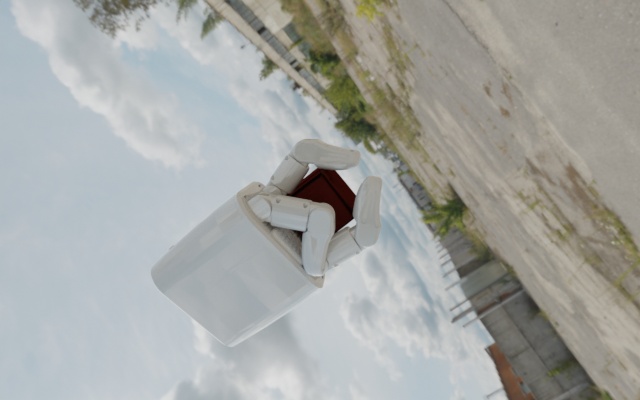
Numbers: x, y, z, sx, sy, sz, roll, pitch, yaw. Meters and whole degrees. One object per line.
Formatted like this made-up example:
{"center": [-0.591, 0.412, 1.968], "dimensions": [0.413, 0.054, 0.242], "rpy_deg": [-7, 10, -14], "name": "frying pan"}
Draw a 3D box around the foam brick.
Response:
{"center": [0.000, 0.001, 0.454], "dimensions": [0.051, 0.053, 0.078], "rpy_deg": [-38, 6, 12], "name": "foam brick"}
